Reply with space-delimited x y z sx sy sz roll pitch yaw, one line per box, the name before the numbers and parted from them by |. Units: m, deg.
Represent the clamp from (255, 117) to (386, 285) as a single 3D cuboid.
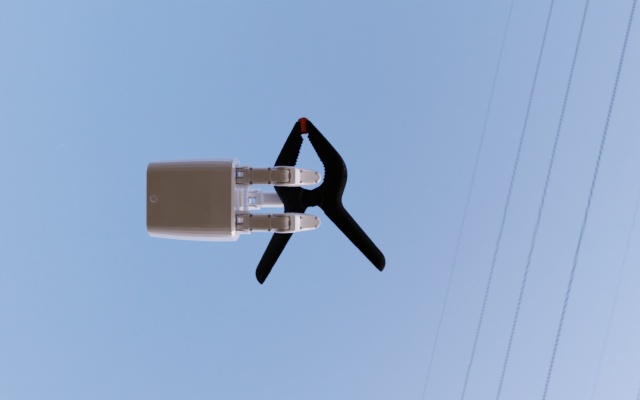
clamp | 0.000 0.001 0.603 0.164 0.210 0.036 0 1 1
